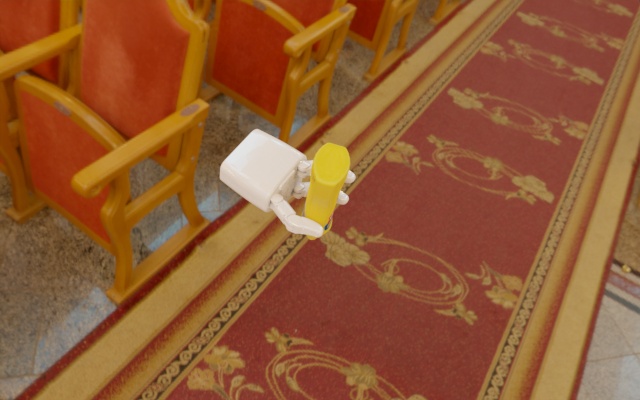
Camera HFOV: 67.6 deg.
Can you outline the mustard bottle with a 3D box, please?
[{"bbox_3d":[0.000,0.003,0.803,0.058,0.096,0.192,15,-43,-1],"label":"mustard bottle"}]
